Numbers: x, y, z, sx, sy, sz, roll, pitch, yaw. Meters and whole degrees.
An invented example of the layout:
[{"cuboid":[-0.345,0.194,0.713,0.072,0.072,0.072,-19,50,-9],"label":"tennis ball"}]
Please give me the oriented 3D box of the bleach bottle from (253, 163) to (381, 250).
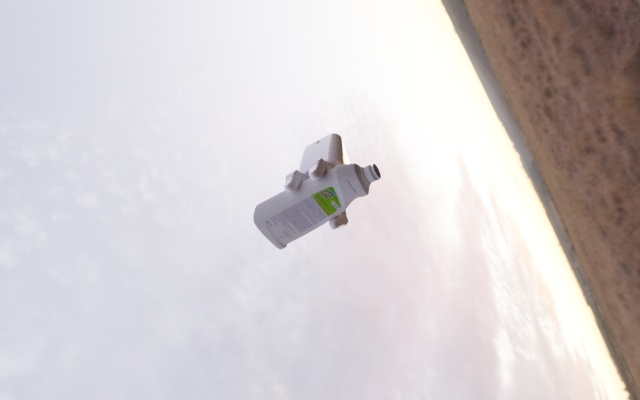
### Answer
[{"cuboid":[0.000,0.003,0.889,0.251,0.068,0.103,-25,-55,23],"label":"bleach bottle"}]
